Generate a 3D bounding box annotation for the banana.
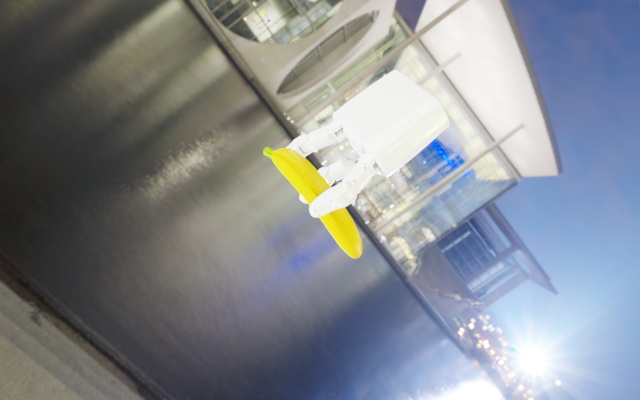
[{"bbox_3d":[0.001,0.000,0.626,0.037,0.198,0.069,-39,8,-6],"label":"banana"}]
